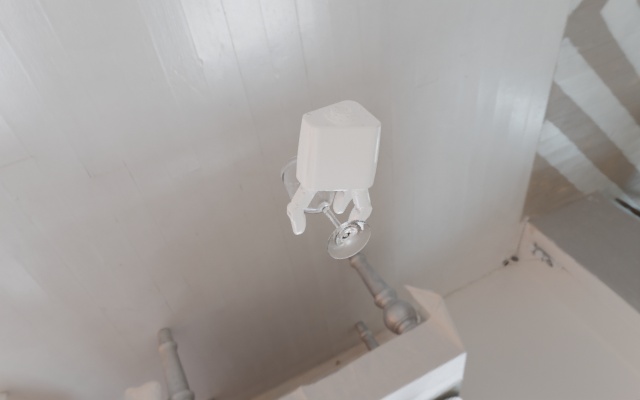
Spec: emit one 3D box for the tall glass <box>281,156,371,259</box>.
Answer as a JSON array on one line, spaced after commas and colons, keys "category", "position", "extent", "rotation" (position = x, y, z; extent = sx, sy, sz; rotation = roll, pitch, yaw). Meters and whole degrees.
[{"category": "tall glass", "position": [0.000, 0.003, 0.785], "extent": [0.079, 0.079, 0.201], "rotation": [0, 34, -32]}]
